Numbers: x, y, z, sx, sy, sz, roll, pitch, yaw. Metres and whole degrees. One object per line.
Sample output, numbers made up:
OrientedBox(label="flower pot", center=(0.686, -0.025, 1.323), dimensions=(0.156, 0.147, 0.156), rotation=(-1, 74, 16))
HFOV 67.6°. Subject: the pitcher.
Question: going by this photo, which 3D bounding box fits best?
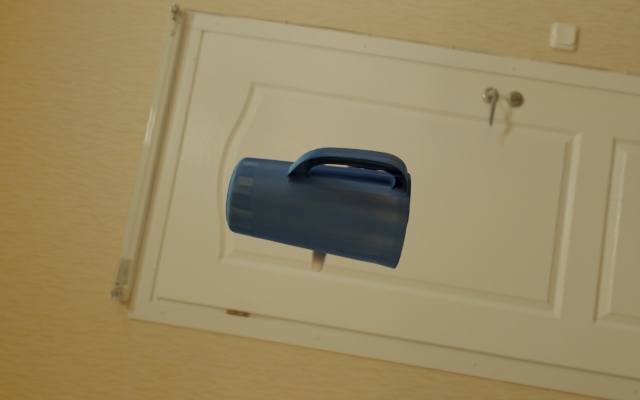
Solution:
OrientedBox(label="pitcher", center=(0.000, 0.002, 0.656), dimensions=(0.243, 0.149, 0.145), rotation=(9, 1, 3))
